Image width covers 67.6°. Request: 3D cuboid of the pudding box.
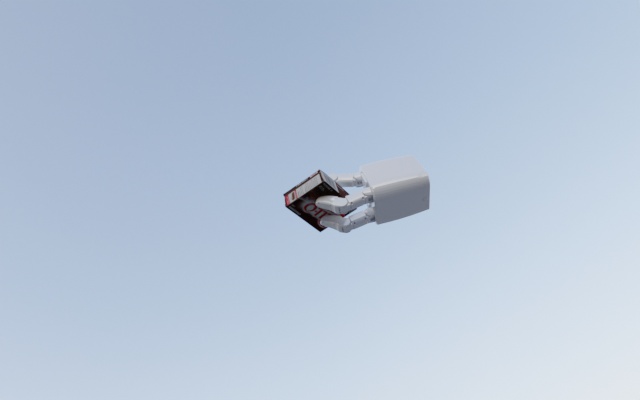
[{"bbox_3d":[0.000,0.003,0.888,0.090,0.039,0.113,-34,-47,18],"label":"pudding box"}]
